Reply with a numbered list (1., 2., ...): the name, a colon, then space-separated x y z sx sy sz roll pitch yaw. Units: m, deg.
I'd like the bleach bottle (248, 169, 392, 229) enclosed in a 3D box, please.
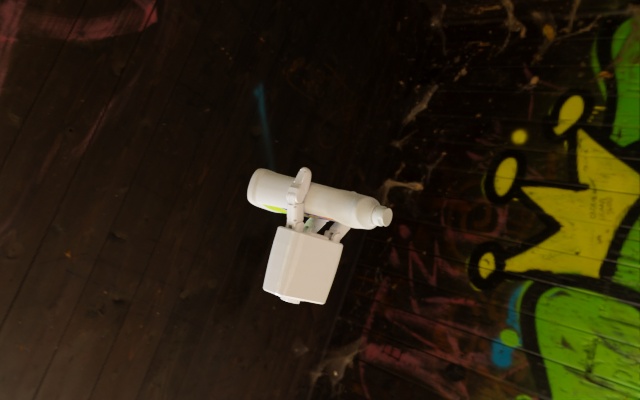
1. bleach bottle: 0.000 0.003 0.795 0.251 0.068 0.102 12 -8 38
